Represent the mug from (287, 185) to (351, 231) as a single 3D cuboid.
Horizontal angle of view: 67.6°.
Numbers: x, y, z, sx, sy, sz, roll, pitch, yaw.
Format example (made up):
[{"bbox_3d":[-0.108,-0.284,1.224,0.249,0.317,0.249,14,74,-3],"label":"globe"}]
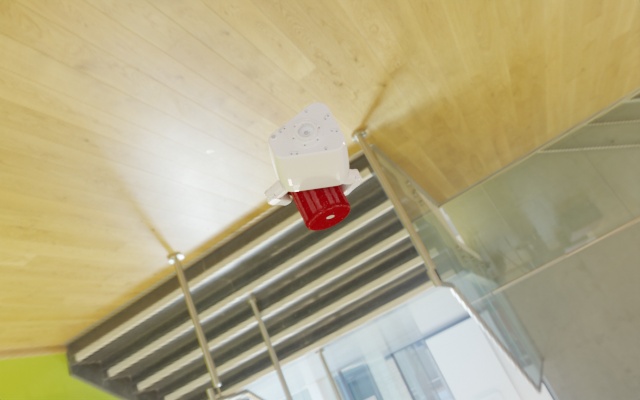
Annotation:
[{"bbox_3d":[0.000,0.003,0.823,0.093,0.081,0.117,-24,-25,-6],"label":"mug"}]
